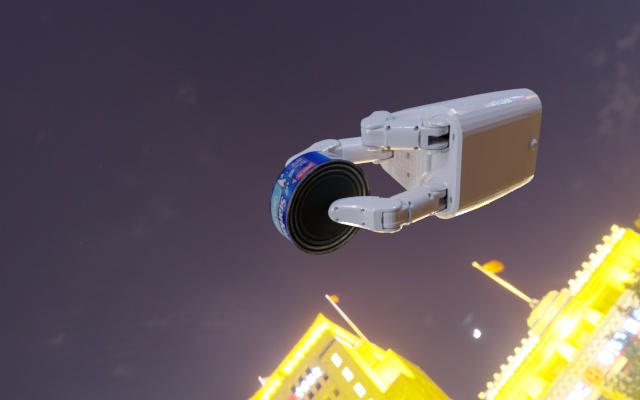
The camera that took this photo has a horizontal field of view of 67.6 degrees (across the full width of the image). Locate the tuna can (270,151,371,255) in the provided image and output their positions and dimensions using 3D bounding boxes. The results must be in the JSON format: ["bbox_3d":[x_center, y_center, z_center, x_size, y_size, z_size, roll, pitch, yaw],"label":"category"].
[{"bbox_3d":[0.000,0.001,0.411,0.086,0.086,0.033,0,21,-37],"label":"tuna can"}]
